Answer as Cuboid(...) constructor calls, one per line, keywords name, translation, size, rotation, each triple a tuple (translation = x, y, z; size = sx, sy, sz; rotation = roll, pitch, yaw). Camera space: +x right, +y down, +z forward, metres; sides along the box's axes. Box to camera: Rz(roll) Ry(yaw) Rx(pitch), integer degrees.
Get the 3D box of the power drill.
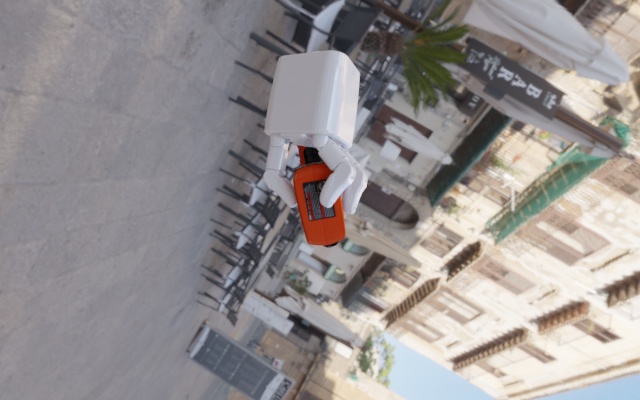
Cuboid(name="power drill", translation=(0.000, 0.002, 0.693), size=(0.057, 0.184, 0.187), rotation=(-13, 13, 1))
